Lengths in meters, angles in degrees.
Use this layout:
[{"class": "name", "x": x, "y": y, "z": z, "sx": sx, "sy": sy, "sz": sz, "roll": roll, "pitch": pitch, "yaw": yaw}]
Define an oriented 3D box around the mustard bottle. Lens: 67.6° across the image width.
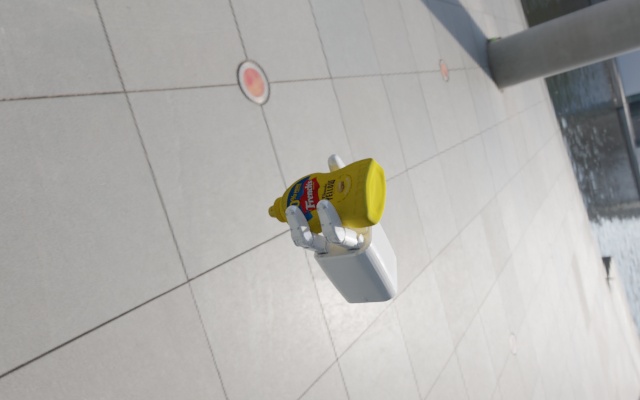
[{"class": "mustard bottle", "x": 0.000, "y": 0.002, "z": 0.700, "sx": 0.191, "sy": 0.096, "sz": 0.058, "roll": -12, "pitch": -33, "yaw": 35}]
